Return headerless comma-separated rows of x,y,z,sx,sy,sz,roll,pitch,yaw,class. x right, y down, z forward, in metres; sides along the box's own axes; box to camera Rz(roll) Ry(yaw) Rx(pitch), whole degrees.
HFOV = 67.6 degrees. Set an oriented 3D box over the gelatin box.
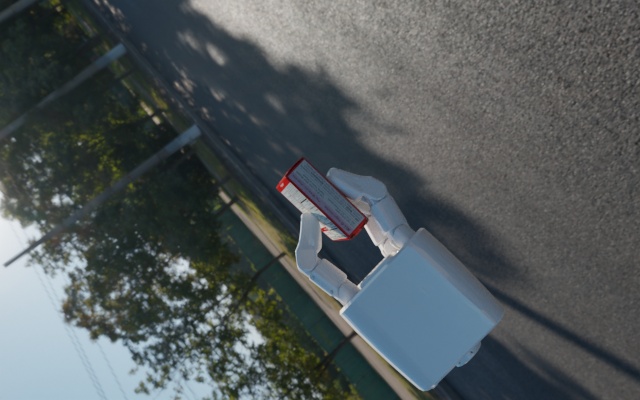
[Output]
0.000,0.002,0.481,0.089,0.030,0.073,43,-12,-4,gelatin box
